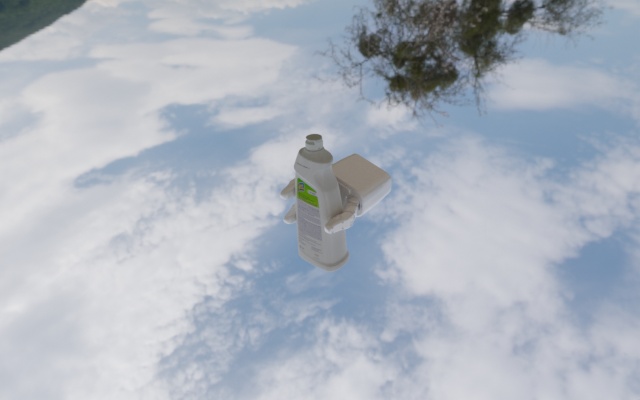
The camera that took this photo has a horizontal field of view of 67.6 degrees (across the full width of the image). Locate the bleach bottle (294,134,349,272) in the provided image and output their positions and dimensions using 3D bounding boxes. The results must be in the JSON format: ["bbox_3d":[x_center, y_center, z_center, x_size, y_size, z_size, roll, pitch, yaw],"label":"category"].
[{"bbox_3d":[0.000,0.003,0.866,0.102,0.251,0.068,22,39,35],"label":"bleach bottle"}]
